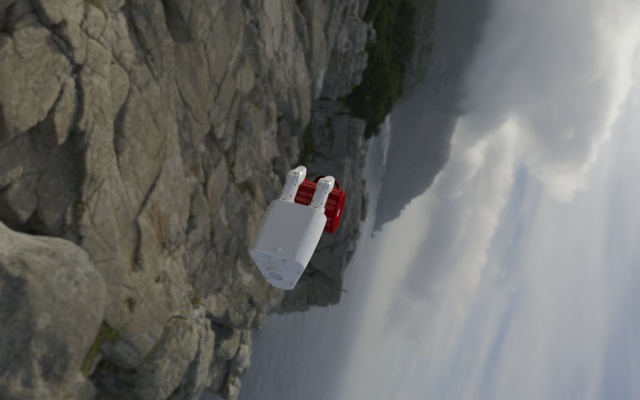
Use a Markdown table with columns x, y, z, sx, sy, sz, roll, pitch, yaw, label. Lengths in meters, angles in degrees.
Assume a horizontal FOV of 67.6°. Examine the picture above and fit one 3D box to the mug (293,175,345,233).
| x | y | z | sx | sy | sz | roll | pitch | yaw | label |
| --- | --- | --- | --- | --- | --- | --- | --- | --- | --- |
| 0.001 | 0.002 | 0.882 | 0.081 | 0.117 | 0.093 | 16 | -36 | 10 | mug |
